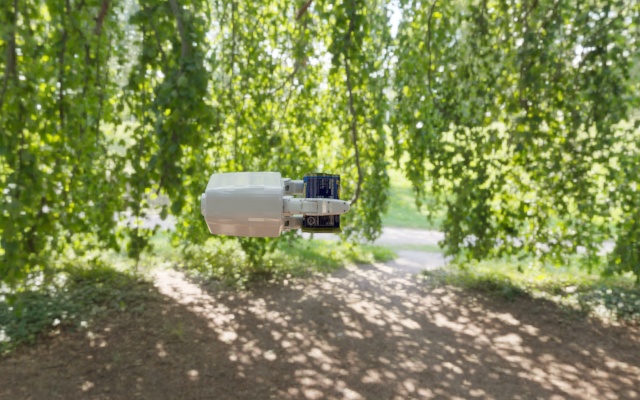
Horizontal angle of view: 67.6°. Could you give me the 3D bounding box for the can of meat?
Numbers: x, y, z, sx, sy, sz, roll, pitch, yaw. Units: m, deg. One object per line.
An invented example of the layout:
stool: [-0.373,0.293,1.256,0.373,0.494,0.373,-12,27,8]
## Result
can of meat: [0.000,0.002,0.702,0.057,0.084,0.102,0,1,-4]
